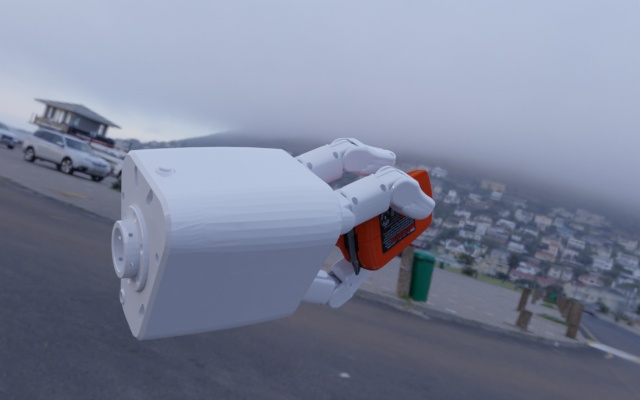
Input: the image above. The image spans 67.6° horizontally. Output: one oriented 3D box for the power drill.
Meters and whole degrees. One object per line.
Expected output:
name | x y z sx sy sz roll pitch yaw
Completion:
power drill | 0.000 0.001 0.431 0.187 0.057 0.184 4 23 38
